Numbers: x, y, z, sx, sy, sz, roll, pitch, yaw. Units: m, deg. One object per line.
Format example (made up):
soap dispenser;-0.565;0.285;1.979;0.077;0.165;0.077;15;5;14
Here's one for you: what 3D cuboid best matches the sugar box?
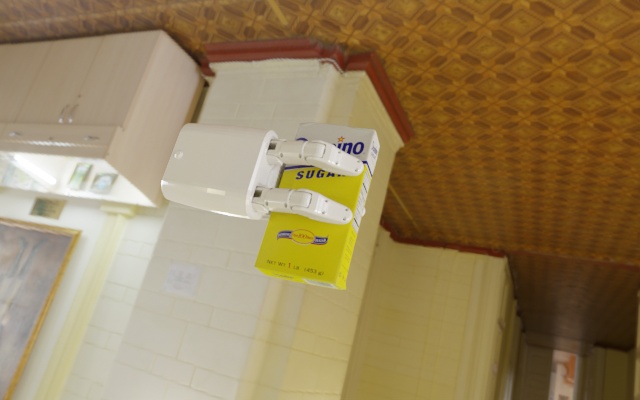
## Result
sugar box;0.000;0.002;0.519;0.093;0.176;0.048;8;-18;18
